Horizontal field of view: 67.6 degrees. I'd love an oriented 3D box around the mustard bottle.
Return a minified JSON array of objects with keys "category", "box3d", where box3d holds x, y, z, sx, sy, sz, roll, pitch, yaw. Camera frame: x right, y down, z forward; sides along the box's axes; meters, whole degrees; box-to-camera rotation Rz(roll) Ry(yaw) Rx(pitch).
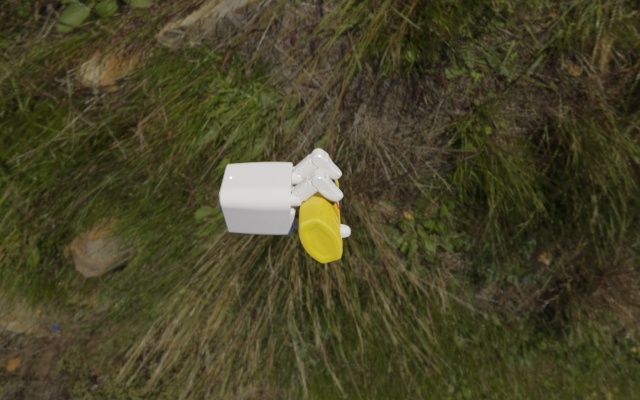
[{"category":"mustard bottle","box3d":[0.000,0.003,0.774,0.058,0.096,0.191,-19,37,15]}]
